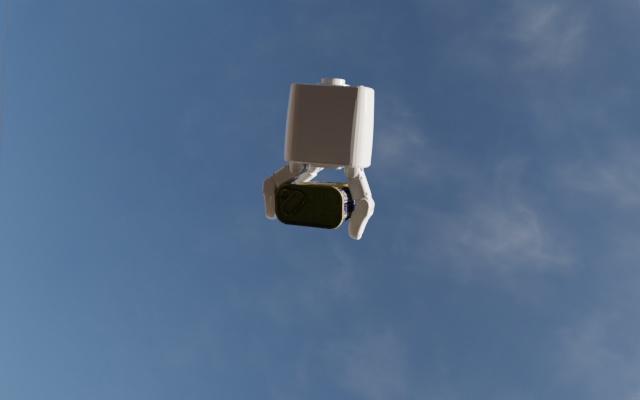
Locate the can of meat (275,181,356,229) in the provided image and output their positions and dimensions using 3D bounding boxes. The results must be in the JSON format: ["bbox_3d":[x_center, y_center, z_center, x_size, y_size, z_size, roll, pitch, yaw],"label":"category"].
[{"bbox_3d":[0.000,0.002,0.677,0.102,0.057,0.084,4,9,24],"label":"can of meat"}]
